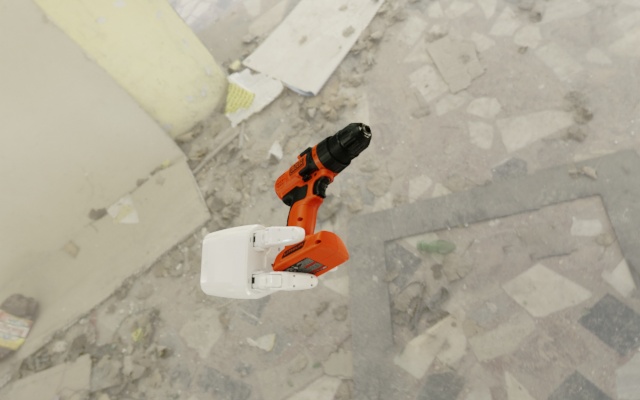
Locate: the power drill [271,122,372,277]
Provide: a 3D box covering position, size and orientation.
[{"bbox_3d":[0.000,0.003,0.636,0.057,0.187,0.184,28,-44,-28],"label":"power drill"}]
